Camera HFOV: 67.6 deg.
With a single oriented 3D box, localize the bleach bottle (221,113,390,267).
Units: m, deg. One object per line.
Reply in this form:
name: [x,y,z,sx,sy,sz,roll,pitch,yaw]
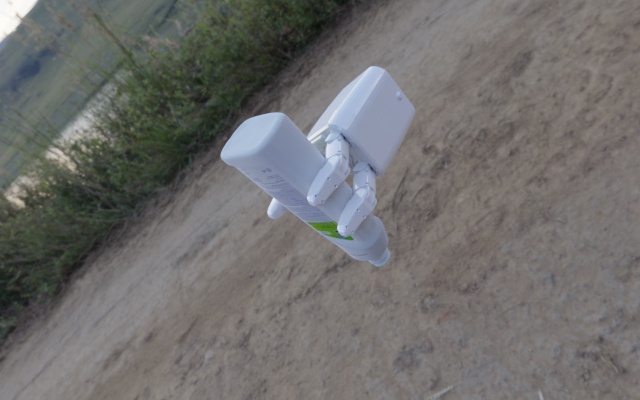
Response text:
bleach bottle: [0.000,0.002,0.590,0.251,0.068,0.102,44,-24,-30]
